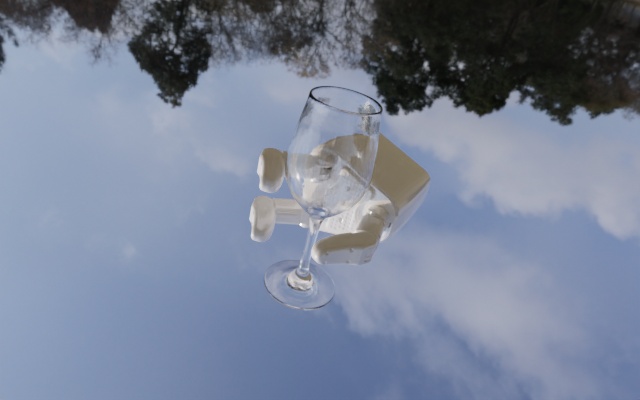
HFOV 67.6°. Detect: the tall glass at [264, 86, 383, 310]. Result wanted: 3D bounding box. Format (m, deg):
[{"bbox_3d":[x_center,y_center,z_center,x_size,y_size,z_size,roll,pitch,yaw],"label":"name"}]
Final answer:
[{"bbox_3d":[0.000,0.002,0.438,0.079,0.201,0.079,11,30,-6],"label":"tall glass"}]
